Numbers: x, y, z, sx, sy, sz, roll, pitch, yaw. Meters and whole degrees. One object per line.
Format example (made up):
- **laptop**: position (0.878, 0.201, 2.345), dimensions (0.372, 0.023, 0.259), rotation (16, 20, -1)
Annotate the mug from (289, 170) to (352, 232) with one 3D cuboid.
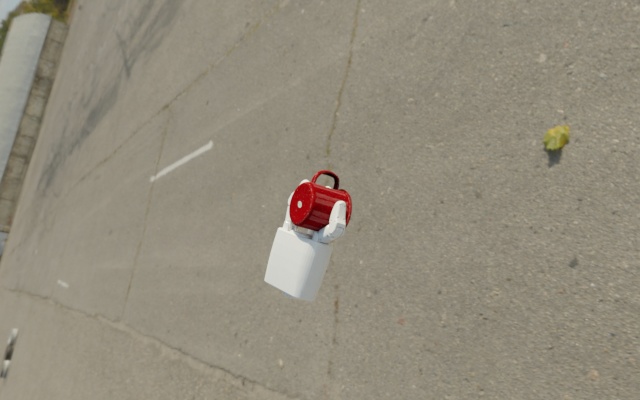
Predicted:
- **mug**: position (0.000, 0.001, 0.860), dimensions (0.081, 0.117, 0.093), rotation (16, -1, -32)
